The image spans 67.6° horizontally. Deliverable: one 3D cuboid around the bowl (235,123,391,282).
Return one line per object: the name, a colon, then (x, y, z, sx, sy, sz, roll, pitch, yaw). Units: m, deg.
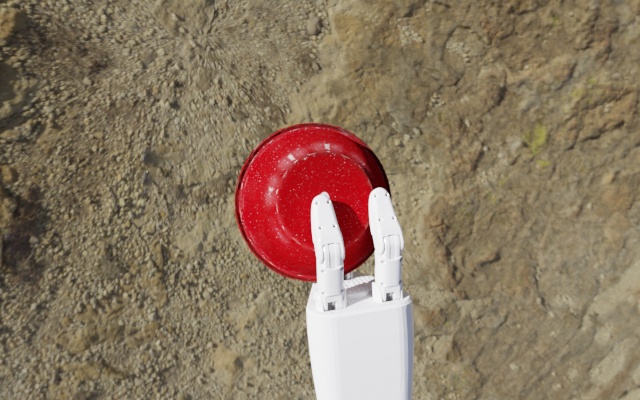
bowl: (0.000, 0.000, 0.458, 0.162, 0.162, 0.055, 0, -1, -12)
